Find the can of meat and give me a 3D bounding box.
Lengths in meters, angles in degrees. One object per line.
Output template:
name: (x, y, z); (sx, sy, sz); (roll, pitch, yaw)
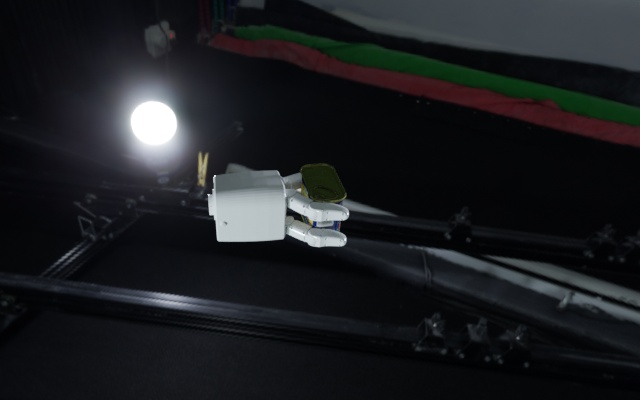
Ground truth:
can of meat: (0.000, 0.003, 0.775); (0.057, 0.084, 0.102); (-5, 39, -14)
